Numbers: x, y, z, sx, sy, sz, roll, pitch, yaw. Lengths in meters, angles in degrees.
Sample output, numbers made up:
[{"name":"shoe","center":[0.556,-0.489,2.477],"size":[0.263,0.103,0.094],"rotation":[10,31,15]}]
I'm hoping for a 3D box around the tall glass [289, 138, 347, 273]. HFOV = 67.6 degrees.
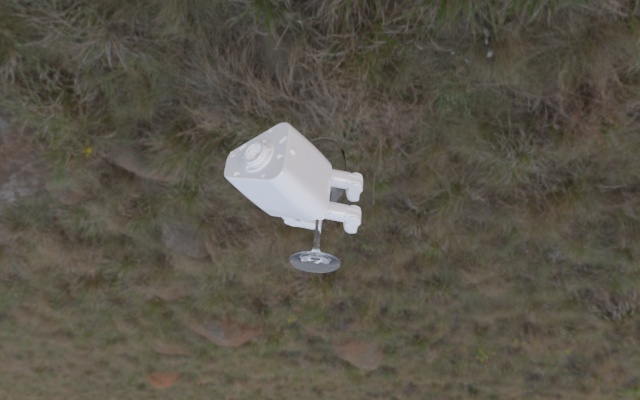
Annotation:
[{"name":"tall glass","center":[0.000,0.003,0.727],"size":[0.079,0.201,0.079],"rotation":[4,-29,2]}]
